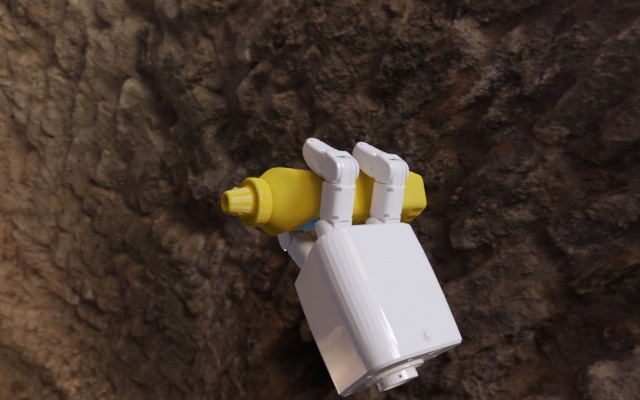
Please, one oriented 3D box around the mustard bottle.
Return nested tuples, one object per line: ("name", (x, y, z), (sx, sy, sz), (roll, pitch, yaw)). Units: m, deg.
("mustard bottle", (0.000, 0.001, 0.441), (0.191, 0.058, 0.096), (-1, -9, -37))
